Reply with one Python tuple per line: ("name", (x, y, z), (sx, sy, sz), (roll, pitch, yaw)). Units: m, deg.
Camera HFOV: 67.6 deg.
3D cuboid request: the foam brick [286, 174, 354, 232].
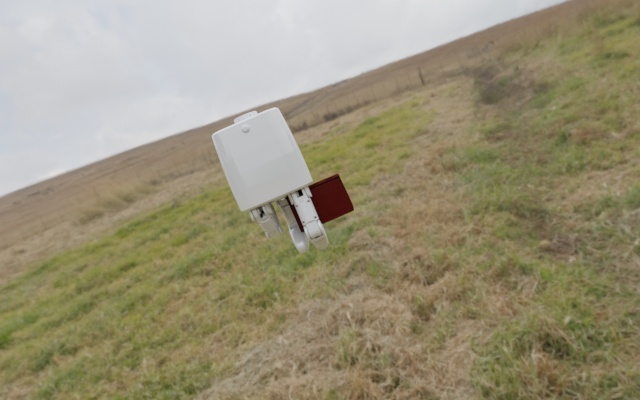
("foam brick", (0.000, 0.002, 0.642), (0.078, 0.051, 0.053), (-23, 5, 2))
